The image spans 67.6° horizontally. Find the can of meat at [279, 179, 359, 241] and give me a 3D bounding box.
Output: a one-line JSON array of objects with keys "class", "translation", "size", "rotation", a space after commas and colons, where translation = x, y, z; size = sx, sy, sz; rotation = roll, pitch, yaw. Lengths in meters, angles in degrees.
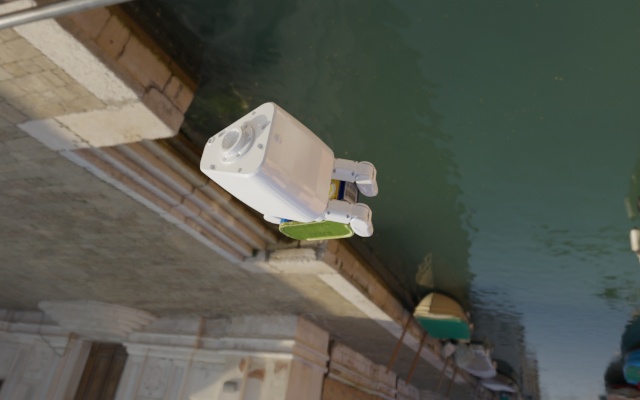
[{"class": "can of meat", "translation": [0.000, 0.002, 0.612], "size": [0.102, 0.084, 0.057], "rotation": [-9, -31, 32]}]
